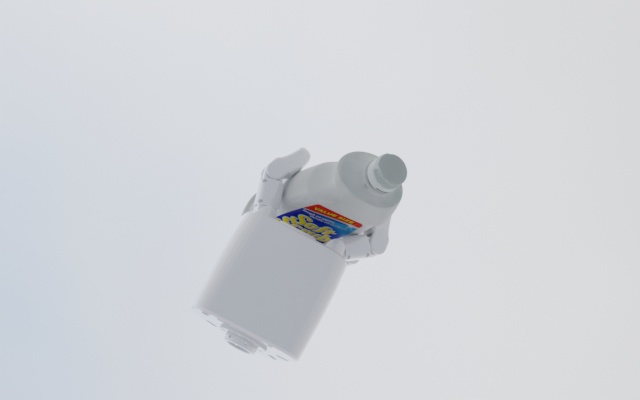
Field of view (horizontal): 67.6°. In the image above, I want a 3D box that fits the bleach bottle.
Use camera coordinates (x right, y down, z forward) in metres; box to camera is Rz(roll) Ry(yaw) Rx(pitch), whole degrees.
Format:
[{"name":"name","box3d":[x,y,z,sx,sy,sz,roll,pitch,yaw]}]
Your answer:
[{"name":"bleach bottle","box3d":[0.000,0.002,0.506,0.102,0.068,0.251,34,-27,-14]}]
